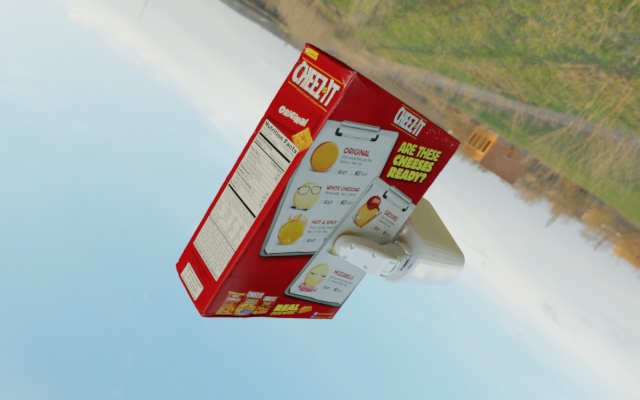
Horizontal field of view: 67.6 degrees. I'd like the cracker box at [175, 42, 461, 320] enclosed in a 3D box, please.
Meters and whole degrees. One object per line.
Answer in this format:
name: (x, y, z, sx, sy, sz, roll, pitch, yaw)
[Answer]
cracker box: (0.000, 0.002, 0.411, 0.164, 0.214, 0.072, 17, 21, -48)
